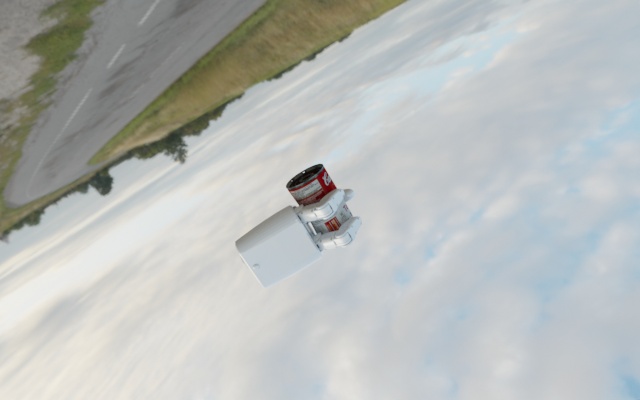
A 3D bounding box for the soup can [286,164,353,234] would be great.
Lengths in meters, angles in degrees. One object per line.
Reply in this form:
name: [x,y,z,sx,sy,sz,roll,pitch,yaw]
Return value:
soup can: [0.001,0.002,0.755,0.068,0.102,0.068,-28,18,10]
